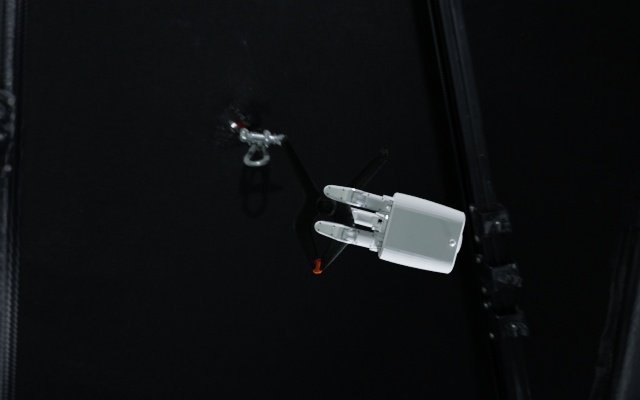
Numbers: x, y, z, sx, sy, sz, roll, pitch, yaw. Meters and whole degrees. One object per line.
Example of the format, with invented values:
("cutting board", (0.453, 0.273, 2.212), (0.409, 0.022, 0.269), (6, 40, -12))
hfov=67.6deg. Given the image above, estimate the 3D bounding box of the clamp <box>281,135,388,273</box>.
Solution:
("clamp", (0.000, 0.003, 0.731), (0.164, 0.210, 0.036), (15, 1, 6))
